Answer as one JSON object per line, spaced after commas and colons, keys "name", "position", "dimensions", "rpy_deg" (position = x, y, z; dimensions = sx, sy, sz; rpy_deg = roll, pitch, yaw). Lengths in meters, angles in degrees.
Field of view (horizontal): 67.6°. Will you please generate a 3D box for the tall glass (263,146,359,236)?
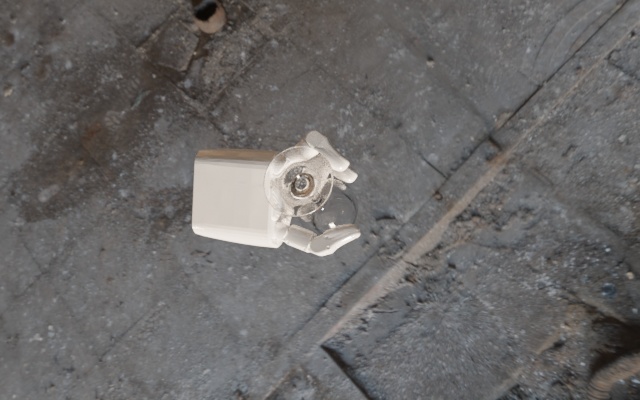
{"name": "tall glass", "position": [0.000, 0.002, 0.576], "dimensions": [0.079, 0.079, 0.201], "rpy_deg": [0, -13, 14]}
